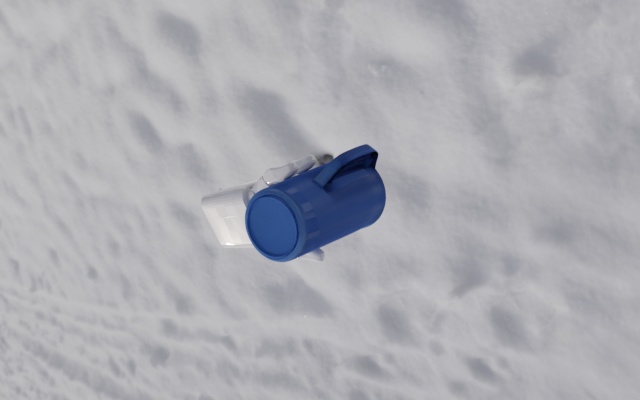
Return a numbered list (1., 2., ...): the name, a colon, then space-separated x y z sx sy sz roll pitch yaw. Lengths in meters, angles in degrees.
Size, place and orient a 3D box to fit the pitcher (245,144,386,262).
1. pitcher: 0.000 0.003 0.753 0.145 0.149 0.243 -6 9 33
